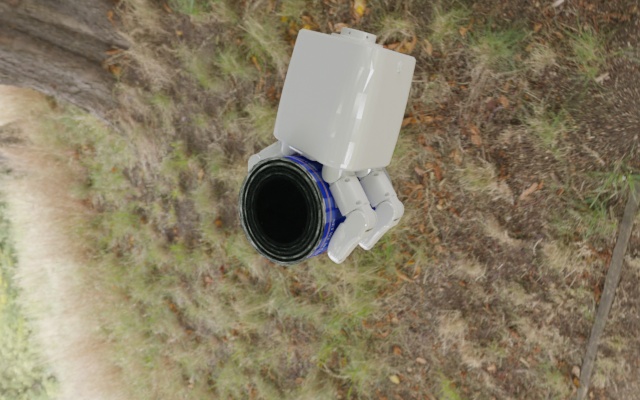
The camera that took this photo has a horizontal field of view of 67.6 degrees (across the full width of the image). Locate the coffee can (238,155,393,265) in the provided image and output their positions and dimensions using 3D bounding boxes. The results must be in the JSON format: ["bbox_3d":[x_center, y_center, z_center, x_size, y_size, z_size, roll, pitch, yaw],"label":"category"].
[{"bbox_3d":[0.000,0.002,0.499,0.103,0.103,0.140,0,7,34],"label":"coffee can"}]
